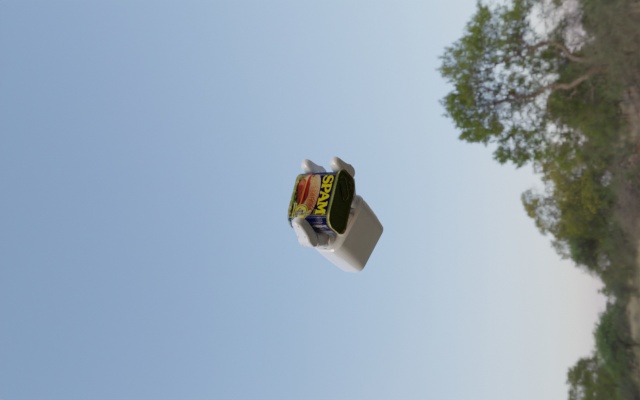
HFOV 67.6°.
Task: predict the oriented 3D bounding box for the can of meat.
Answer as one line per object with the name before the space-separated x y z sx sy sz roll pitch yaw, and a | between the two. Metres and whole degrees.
can of meat | 0.000 0.003 0.773 0.084 0.102 0.057 -1 -26 33
